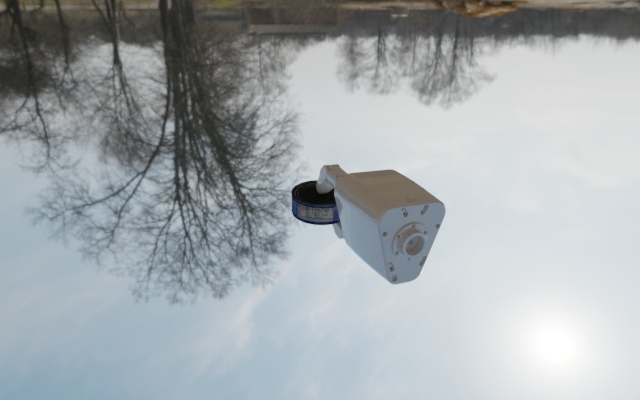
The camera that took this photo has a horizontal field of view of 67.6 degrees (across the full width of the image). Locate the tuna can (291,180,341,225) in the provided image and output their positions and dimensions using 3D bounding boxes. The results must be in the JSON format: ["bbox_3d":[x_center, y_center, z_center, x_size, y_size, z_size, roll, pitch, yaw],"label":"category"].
[{"bbox_3d":[0.000,0.003,0.697,0.086,0.034,0.086,1,26,-1],"label":"tuna can"}]
